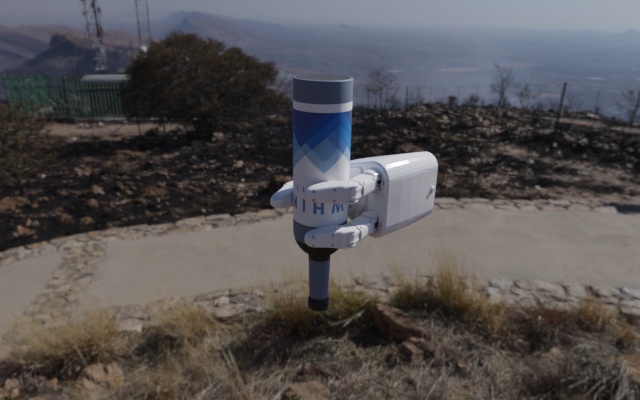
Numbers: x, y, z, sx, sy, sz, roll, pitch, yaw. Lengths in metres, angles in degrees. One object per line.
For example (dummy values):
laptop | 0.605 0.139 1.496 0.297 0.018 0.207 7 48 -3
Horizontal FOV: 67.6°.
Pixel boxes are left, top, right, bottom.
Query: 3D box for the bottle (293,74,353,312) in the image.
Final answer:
bottle | 0.000 0.002 0.578 0.069 0.296 0.069 1 21 0
